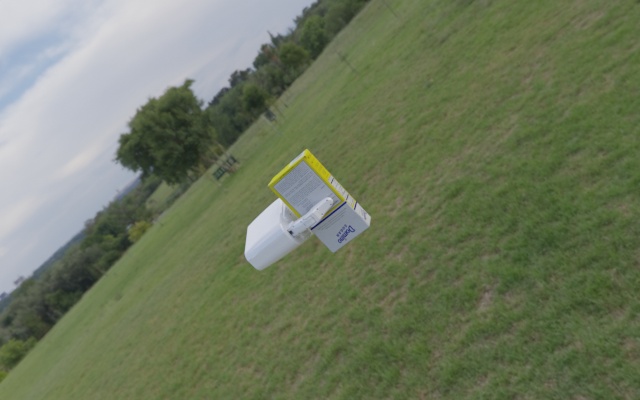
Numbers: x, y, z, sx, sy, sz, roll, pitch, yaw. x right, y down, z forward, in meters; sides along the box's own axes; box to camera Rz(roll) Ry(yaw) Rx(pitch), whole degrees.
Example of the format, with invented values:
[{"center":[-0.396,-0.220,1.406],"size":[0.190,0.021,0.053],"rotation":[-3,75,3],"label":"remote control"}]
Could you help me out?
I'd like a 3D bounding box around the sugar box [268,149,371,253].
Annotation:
[{"center":[0.000,0.003,0.868],"size":[0.093,0.176,0.048],"rotation":[-38,15,23],"label":"sugar box"}]
